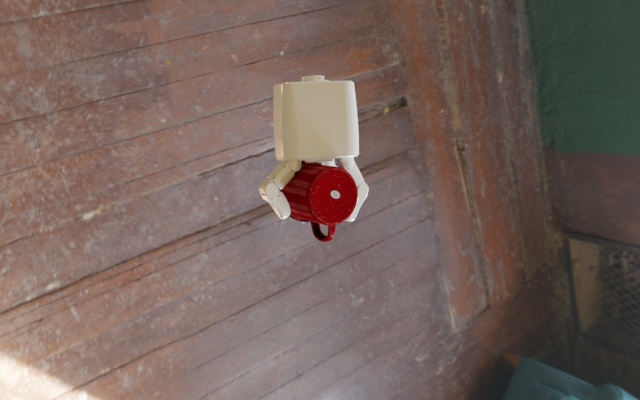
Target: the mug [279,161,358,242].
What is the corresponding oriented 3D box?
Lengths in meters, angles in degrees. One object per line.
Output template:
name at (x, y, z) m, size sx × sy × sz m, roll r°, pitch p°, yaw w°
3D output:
mug at (0.000, 0.004, 0.681) m, size 0.093 × 0.117 × 0.081 m, roll -9°, pitch 11°, yaw -29°
